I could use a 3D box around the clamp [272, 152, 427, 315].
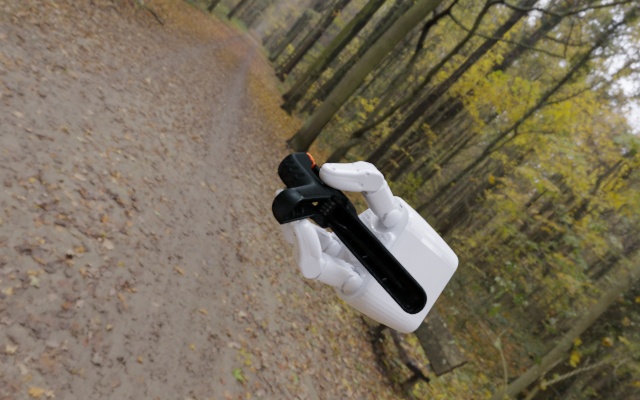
[{"bbox_3d":[0.001,0.001,0.434,0.165,0.036,0.210,38,11,-36],"label":"clamp"}]
